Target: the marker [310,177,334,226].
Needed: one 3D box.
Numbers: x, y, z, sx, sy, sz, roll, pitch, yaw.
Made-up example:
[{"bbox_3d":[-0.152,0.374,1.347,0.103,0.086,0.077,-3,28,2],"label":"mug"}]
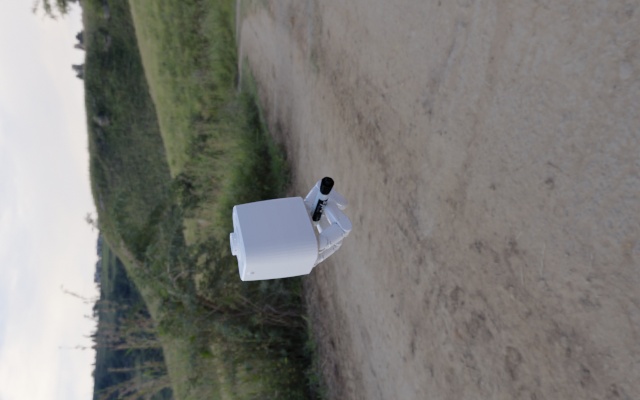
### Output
[{"bbox_3d":[0.000,0.002,0.712,0.020,0.020,0.121,0,-30,-13],"label":"marker"}]
